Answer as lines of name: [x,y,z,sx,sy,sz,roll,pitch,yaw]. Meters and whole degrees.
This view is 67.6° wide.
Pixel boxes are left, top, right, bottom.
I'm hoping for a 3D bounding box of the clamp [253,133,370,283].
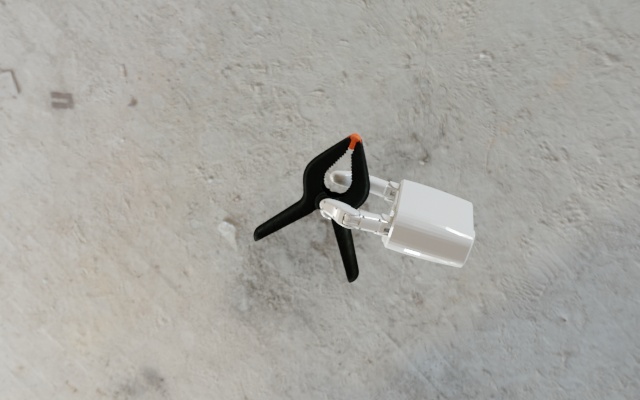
clamp: [0.000,0.002,0.670,0.164,0.210,0.036,17,19,3]
